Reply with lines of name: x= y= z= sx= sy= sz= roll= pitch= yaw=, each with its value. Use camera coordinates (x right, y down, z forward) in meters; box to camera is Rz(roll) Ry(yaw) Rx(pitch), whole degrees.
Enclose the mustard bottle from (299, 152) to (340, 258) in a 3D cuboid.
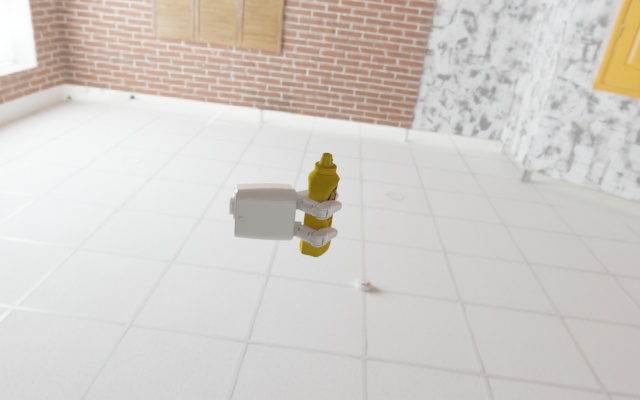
mustard bottle: x=0.000 y=0.003 z=0.889 sx=0.058 sy=0.192 sz=0.096 roll=13 pitch=26 yaw=12
